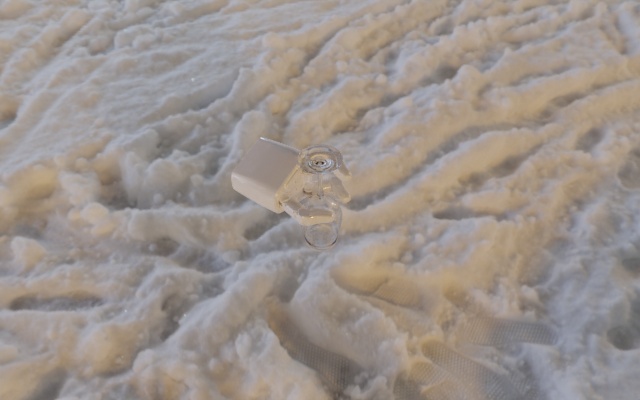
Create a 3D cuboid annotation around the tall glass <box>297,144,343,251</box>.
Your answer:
[{"bbox_3d":[0.000,0.002,0.840,0.079,0.201,0.079,-1,45,1],"label":"tall glass"}]
